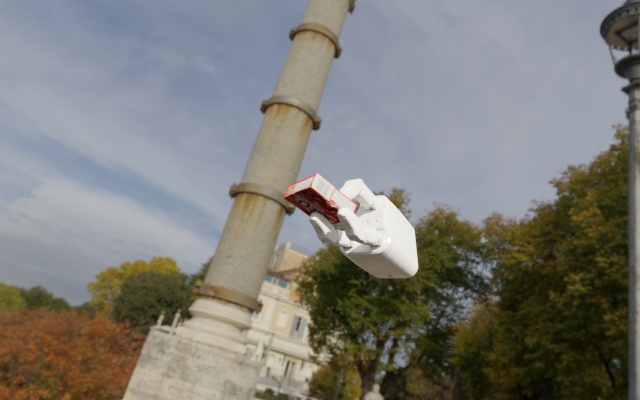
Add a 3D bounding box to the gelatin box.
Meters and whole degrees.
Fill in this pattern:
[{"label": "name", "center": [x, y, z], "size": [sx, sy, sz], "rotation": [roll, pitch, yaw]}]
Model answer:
[{"label": "gelatin box", "center": [0.000, 0.002, 0.732], "size": [0.089, 0.030, 0.073], "rotation": [38, -32, -24]}]
